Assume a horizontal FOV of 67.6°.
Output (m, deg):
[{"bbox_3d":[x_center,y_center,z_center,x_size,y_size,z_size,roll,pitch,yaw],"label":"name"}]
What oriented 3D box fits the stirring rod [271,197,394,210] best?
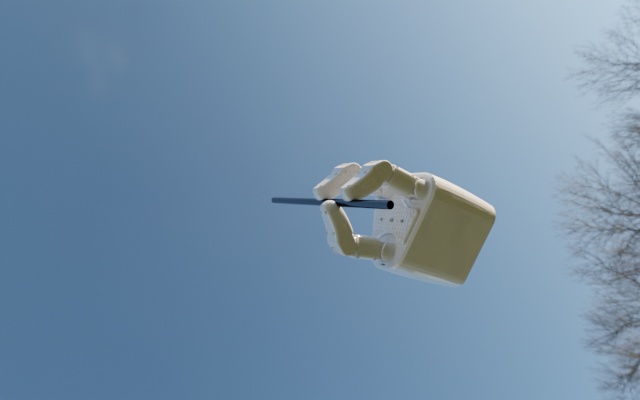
[{"bbox_3d":[0.000,0.002,0.512,0.011,0.011,0.239,0,1,-30],"label":"stirring rod"}]
